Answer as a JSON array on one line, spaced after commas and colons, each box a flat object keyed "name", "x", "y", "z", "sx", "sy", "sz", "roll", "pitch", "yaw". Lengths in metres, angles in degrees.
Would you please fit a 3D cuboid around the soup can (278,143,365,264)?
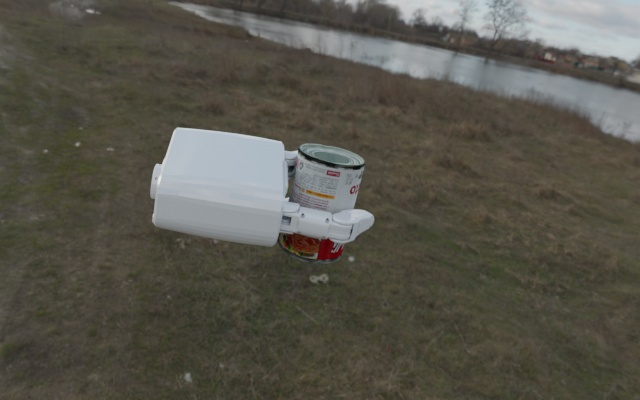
[{"name": "soup can", "x": 0.001, "y": 0.001, "z": 0.475, "sx": 0.068, "sy": 0.102, "sz": 0.068, "roll": 12, "pitch": 20, "yaw": -4}]
